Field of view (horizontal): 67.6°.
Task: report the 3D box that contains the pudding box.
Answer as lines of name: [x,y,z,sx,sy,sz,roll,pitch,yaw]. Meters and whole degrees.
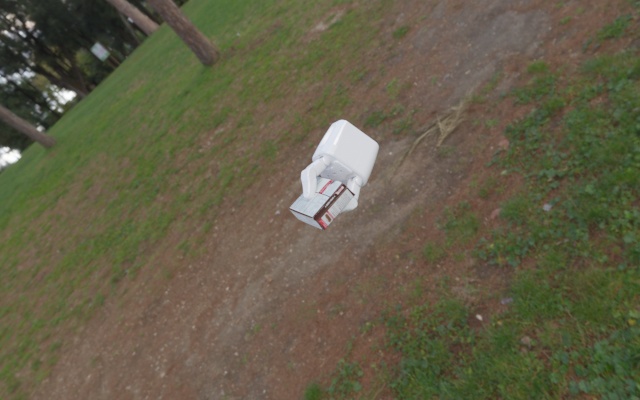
pudding box: [0.000,0.003,0.893,0.039,0.090,0.113,46,-12,-24]
